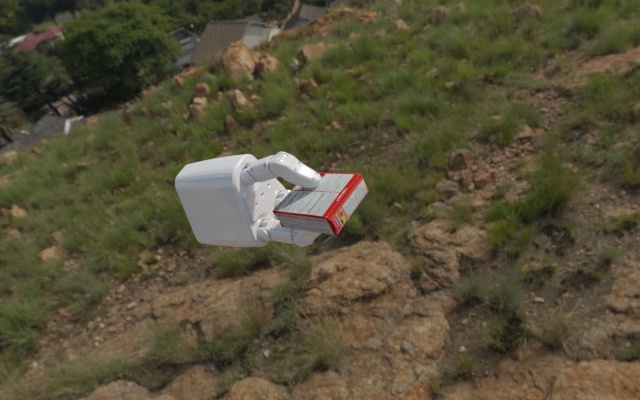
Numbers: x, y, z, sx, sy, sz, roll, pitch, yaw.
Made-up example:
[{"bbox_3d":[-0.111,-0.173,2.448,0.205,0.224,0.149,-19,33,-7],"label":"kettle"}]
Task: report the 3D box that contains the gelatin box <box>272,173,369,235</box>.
[{"bbox_3d":[0.000,0.001,0.548,0.089,0.030,0.073,4,44,43],"label":"gelatin box"}]
